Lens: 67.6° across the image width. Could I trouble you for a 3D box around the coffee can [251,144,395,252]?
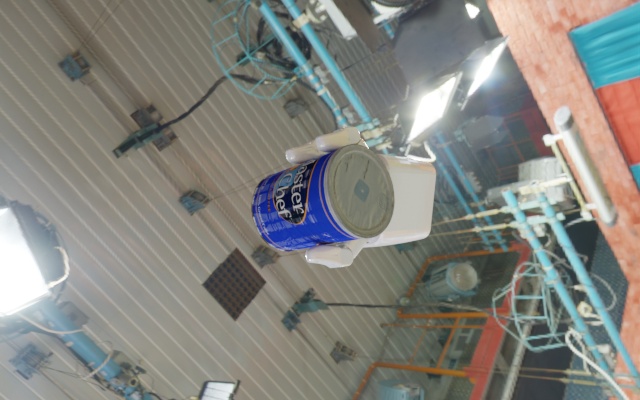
[{"bbox_3d":[0.000,0.002,0.558,0.103,0.103,0.140,0,-10,-42],"label":"coffee can"}]
